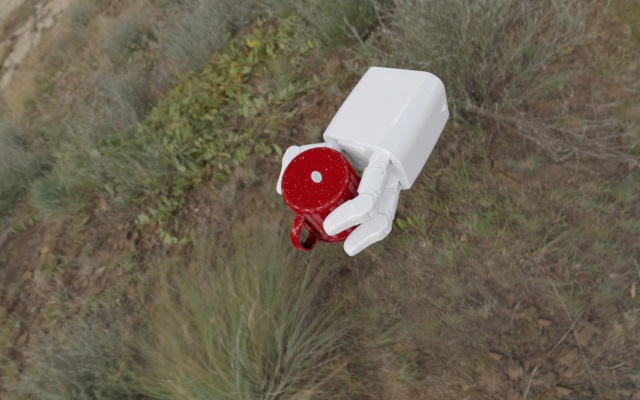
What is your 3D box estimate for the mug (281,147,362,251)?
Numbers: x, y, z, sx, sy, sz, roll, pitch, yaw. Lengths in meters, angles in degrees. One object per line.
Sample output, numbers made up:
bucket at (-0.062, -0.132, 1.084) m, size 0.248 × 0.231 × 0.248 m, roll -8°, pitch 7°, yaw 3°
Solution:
mug at (-0.001, 0.003, 0.540) m, size 0.093 × 0.117 × 0.081 m, roll 24°, pitch -13°, yaw 29°
